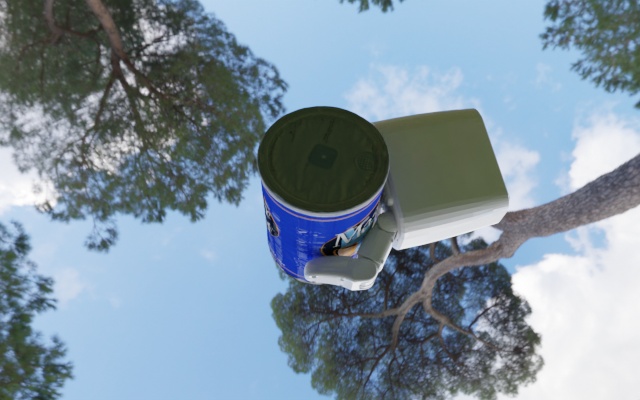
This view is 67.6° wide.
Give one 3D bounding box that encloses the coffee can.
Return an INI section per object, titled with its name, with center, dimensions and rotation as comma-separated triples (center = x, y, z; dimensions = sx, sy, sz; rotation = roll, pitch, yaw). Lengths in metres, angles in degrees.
[coffee can]
center = 0.000, 0.001, 0.426
dimensions = 0.103, 0.102, 0.140
rotation = 0, -31, -2
